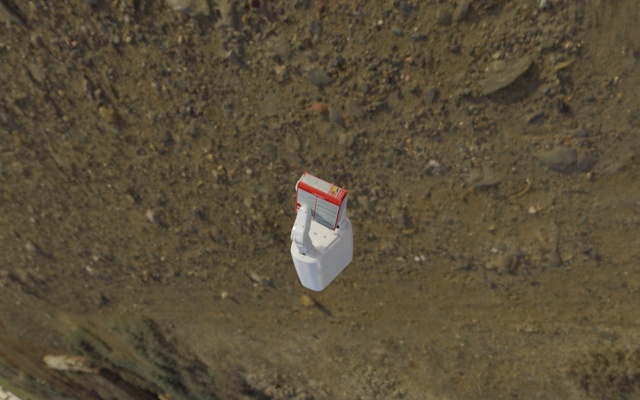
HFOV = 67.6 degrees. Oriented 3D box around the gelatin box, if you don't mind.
[{"bbox_3d":[0.000,0.003,0.742,0.073,0.030,0.089,25,-29,10],"label":"gelatin box"}]
